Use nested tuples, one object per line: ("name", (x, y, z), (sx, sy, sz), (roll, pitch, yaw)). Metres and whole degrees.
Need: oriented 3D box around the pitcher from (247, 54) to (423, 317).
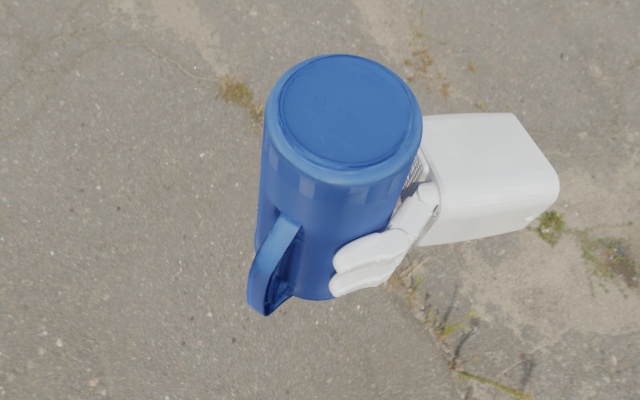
("pitcher", (0.000, 0.001, 0.415), (0.145, 0.149, 0.243), (-6, -26, -9))
